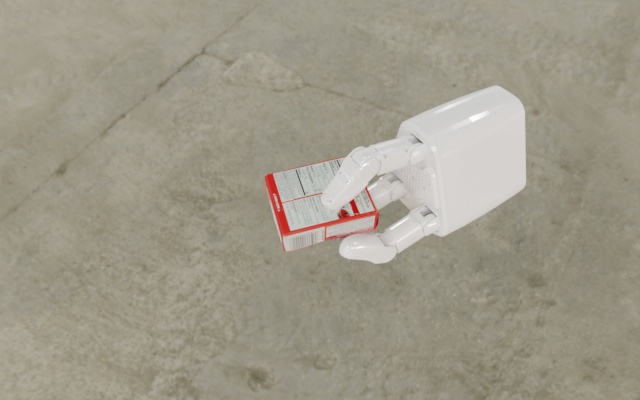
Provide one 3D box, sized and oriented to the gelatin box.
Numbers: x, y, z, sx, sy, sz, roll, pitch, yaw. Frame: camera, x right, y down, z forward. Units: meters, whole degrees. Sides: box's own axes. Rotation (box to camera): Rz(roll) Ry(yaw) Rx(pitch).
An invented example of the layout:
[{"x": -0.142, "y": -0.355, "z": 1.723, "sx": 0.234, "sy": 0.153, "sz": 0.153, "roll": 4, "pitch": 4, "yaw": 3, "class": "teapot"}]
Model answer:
[{"x": 0.000, "y": 0.001, "z": 0.437, "sx": 0.089, "sy": 0.073, "sz": 0.030, "roll": -13, "pitch": -37, "yaw": -10, "class": "gelatin box"}]
